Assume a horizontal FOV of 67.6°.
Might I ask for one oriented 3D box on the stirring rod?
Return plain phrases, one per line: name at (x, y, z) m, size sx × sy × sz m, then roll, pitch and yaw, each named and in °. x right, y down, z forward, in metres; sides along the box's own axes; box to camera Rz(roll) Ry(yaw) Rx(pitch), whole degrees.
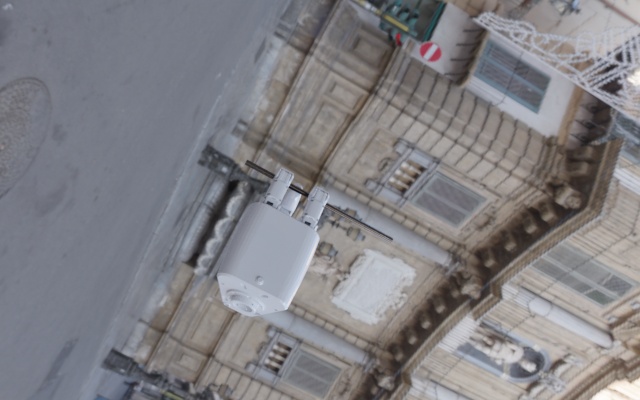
stirring rod at (0.000, 0.002, 0.688) m, size 0.239 × 0.011 × 0.011 m, roll 28°, pitch -4°, yaw -8°
